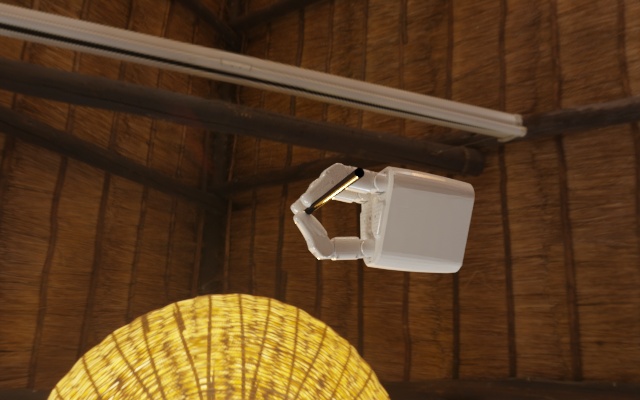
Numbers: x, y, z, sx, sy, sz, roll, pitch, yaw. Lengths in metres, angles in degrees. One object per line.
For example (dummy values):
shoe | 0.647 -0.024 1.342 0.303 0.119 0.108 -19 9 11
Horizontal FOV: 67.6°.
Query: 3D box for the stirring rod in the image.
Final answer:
stirring rod | 0.000 0.002 0.476 0.011 0.011 0.239 0 -11 -14
